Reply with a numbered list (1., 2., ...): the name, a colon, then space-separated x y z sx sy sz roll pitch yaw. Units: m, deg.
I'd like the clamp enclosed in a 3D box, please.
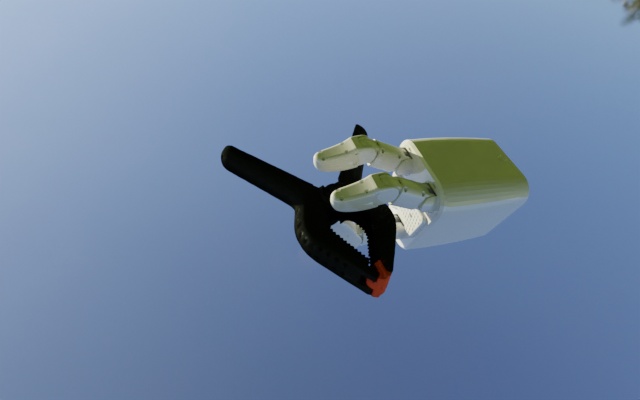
1. clamp: 0.000 0.002 0.455 0.164 0.209 0.036 -8 -43 -16
